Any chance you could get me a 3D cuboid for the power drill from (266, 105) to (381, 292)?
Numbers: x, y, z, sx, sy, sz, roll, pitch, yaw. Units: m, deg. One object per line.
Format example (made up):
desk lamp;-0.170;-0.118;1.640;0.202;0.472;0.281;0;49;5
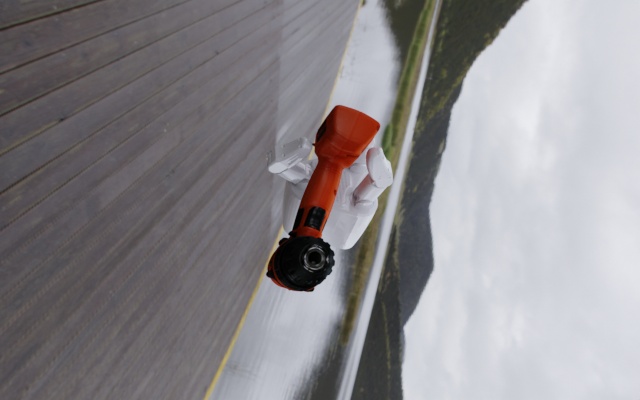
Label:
power drill;0.000;0.001;0.485;0.057;0.187;0.184;24;-15;-8
